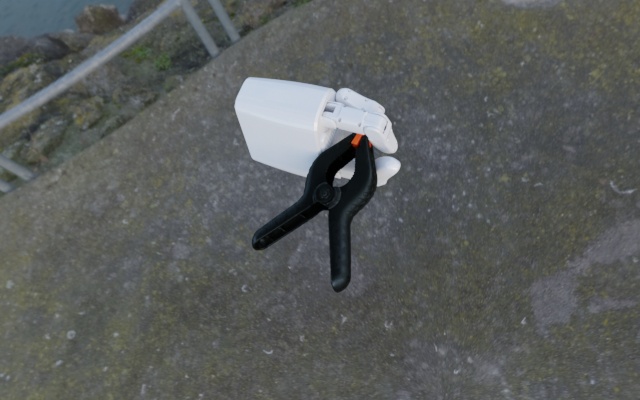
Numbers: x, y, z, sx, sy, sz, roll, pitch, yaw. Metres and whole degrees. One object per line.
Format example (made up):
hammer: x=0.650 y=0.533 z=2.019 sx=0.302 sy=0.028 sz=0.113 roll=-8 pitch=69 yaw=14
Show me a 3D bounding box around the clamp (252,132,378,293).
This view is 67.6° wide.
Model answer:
clamp: x=0.000 y=0.001 z=0.510 sx=0.120 sy=0.171 sz=0.039 roll=16 pitch=-17 yaw=20
